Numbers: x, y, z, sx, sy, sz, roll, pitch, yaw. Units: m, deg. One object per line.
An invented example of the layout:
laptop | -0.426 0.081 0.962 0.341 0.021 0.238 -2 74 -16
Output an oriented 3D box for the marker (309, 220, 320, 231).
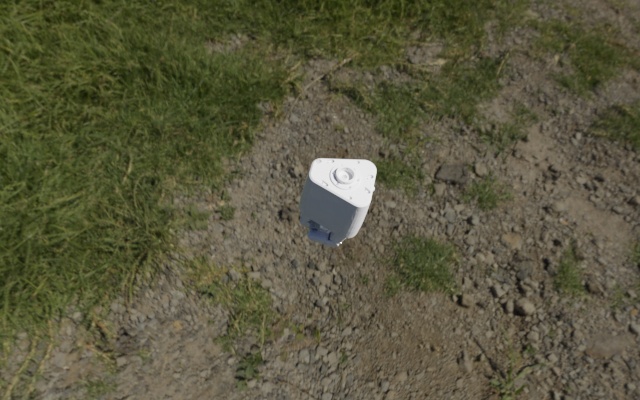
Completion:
marker | 0.000 0.003 0.890 0.020 0.121 0.020 10 -32 6
